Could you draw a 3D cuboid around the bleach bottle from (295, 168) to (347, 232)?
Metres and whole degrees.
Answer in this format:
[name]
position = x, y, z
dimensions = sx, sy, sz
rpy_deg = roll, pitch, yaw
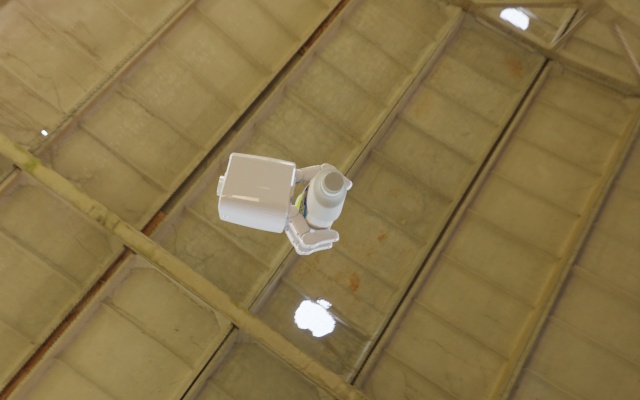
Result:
[bleach bottle]
position = 0.000, 0.003, 0.773
dimensions = 0.068, 0.102, 0.251
rpy_deg = 11, -18, -6
